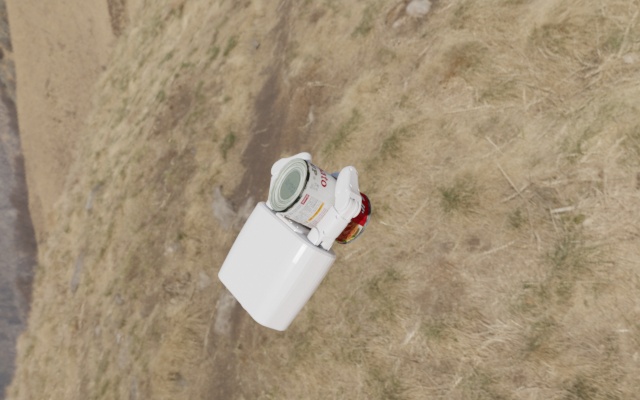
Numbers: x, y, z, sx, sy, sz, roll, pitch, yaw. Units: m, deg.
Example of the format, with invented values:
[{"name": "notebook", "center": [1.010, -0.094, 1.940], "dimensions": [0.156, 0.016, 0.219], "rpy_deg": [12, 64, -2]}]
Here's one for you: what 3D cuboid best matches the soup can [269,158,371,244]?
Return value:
[{"name": "soup can", "center": [0.000, 0.001, 0.555], "dimensions": [0.102, 0.068, 0.068], "rpy_deg": [28, -17, -34]}]
